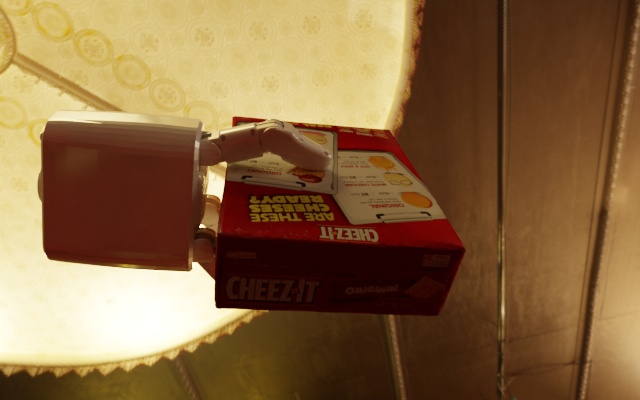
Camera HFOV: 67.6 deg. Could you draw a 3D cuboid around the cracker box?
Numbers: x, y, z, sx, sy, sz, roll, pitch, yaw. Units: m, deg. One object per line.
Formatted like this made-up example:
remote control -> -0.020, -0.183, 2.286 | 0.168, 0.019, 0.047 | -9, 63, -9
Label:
cracker box -> 0.000, 0.001, 0.406 | 0.164, 0.072, 0.213 | 4, 30, -10
